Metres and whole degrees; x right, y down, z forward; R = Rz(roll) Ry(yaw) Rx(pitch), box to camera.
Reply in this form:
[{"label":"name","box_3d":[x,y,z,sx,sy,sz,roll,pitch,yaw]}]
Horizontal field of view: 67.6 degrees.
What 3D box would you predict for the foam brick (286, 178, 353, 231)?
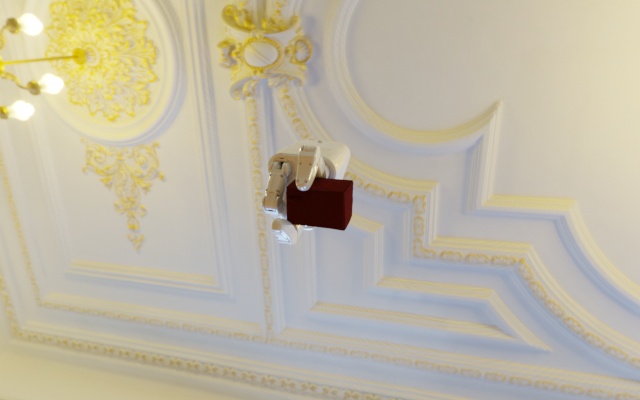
[{"label":"foam brick","box_3d":[0.000,0.002,0.613,0.078,0.053,0.051,6,21,16]}]
